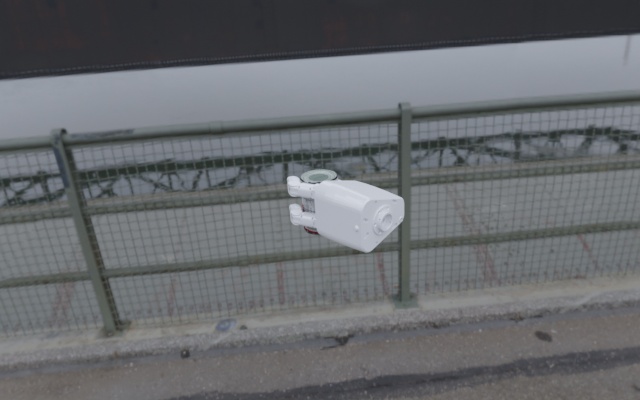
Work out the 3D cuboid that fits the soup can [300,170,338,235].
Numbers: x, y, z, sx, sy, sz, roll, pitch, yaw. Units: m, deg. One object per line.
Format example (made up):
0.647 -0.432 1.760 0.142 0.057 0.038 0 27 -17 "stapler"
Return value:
0.000 0.002 0.862 0.068 0.102 0.068 -3 23 1 "soup can"
